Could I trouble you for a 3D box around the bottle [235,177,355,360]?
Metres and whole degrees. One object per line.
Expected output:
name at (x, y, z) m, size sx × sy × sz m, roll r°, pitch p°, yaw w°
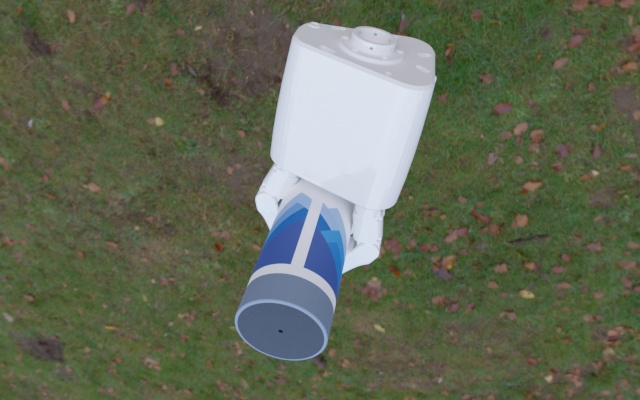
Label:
bottle at (0.000, 0.002, 0.442) m, size 0.069 × 0.069 × 0.295 m, roll 0°, pitch 38°, yaw 14°
